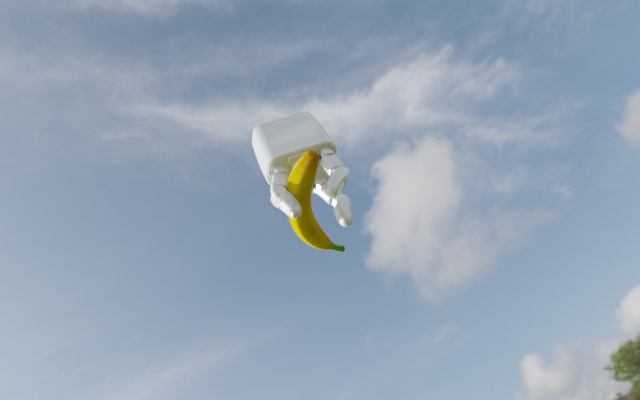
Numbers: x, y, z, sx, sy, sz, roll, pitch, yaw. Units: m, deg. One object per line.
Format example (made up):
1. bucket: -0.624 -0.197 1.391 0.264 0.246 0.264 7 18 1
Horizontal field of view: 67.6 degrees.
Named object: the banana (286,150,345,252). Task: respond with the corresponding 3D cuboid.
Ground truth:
1. banana: -0.017 0.010 0.706 0.069 0.198 0.037 -16 41 2
